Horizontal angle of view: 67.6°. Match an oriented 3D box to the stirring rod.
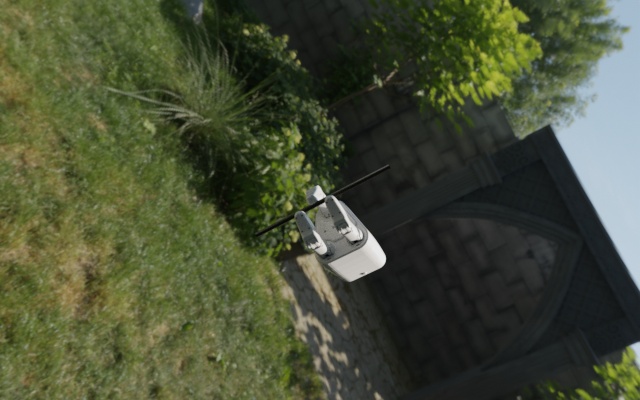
[{"bbox_3d":[0.000,0.002,0.748,0.239,0.011,0.011,-27,-6,12],"label":"stirring rod"}]
